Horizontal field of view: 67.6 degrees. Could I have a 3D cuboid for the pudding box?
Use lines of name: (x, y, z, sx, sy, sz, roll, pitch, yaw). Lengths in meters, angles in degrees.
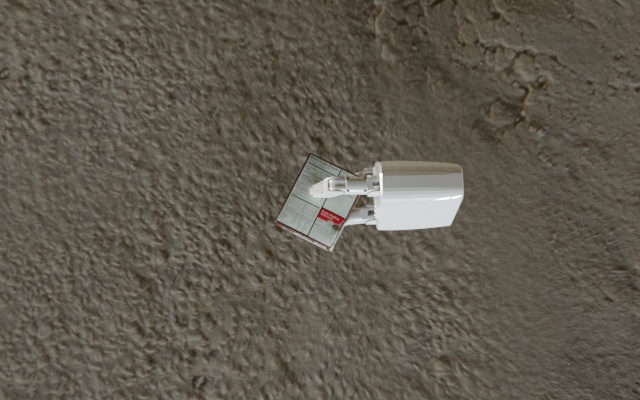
pudding box: (0.000, 0.002, 0.671, 0.090, 0.113, 0.039, 27, -9, 6)
